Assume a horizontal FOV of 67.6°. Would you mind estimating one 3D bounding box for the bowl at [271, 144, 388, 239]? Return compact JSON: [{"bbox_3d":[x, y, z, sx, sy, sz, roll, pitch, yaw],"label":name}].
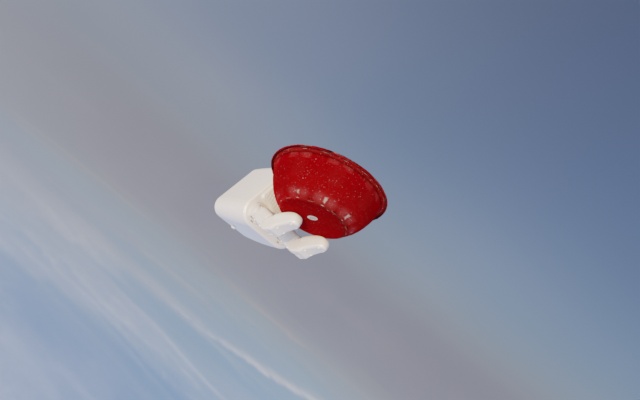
[{"bbox_3d":[0.001,0.002,0.604,0.162,0.055,0.162,19,-28,11],"label":"bowl"}]
